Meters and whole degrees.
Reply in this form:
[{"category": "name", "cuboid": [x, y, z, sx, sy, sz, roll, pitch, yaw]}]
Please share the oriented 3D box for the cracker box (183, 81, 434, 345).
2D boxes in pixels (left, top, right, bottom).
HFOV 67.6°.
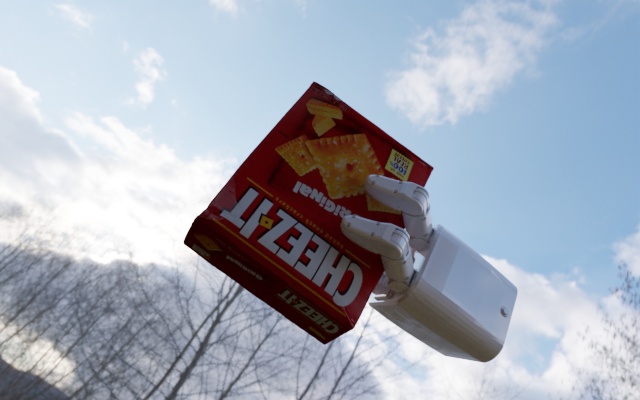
[{"category": "cracker box", "cuboid": [0.000, 0.002, 0.473, 0.164, 0.213, 0.072, 36, -36, -4]}]
